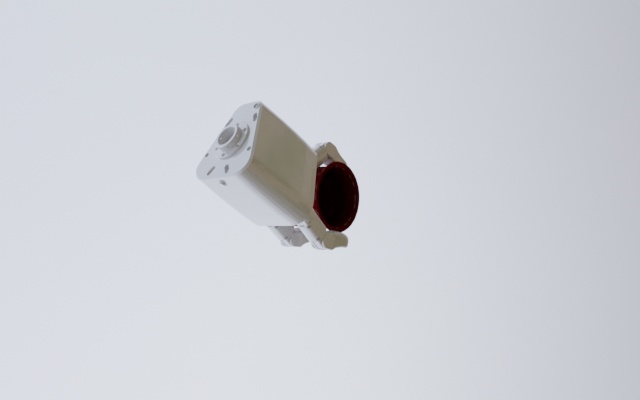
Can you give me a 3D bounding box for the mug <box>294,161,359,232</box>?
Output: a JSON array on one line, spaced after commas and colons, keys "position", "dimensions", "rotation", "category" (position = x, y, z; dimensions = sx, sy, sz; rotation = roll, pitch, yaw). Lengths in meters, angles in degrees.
[{"position": [0.001, 0.003, 0.657], "dimensions": [0.081, 0.093, 0.117], "rotation": [0, -32, 40], "category": "mug"}]
